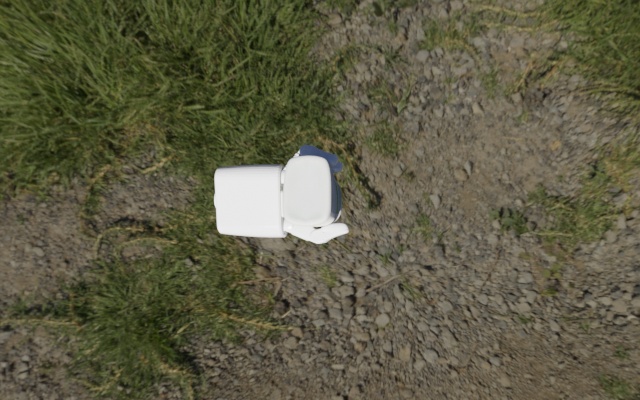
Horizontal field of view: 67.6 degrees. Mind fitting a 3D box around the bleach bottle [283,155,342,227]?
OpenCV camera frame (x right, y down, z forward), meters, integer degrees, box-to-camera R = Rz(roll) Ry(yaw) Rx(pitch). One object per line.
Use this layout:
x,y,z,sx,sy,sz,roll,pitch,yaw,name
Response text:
0.000,0.002,0.767,0.068,0.102,0.251,0,-9,9,bleach bottle
